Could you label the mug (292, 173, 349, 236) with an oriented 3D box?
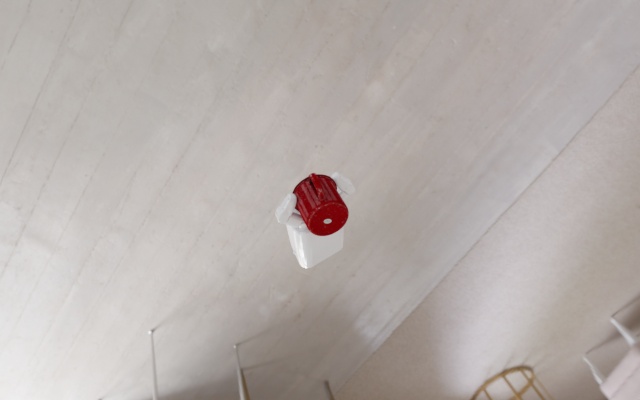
[{"bbox_3d":[0.000,0.002,0.874,0.093,0.117,0.081,-18,42,-11],"label":"mug"}]
